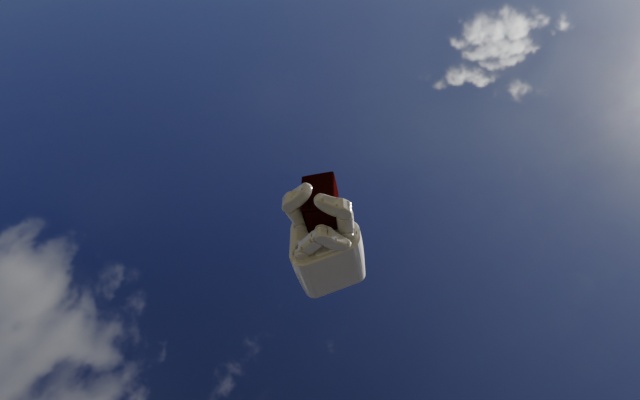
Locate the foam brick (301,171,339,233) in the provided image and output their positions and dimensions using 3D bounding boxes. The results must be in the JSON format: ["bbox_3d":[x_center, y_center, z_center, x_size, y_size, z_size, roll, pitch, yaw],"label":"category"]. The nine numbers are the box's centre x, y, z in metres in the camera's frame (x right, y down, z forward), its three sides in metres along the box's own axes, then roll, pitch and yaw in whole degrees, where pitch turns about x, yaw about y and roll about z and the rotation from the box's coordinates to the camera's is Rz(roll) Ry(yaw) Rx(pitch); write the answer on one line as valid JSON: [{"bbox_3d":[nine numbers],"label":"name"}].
[{"bbox_3d":[0.000,0.002,0.743,0.053,0.078,0.051,-7,-43,8],"label":"foam brick"}]
